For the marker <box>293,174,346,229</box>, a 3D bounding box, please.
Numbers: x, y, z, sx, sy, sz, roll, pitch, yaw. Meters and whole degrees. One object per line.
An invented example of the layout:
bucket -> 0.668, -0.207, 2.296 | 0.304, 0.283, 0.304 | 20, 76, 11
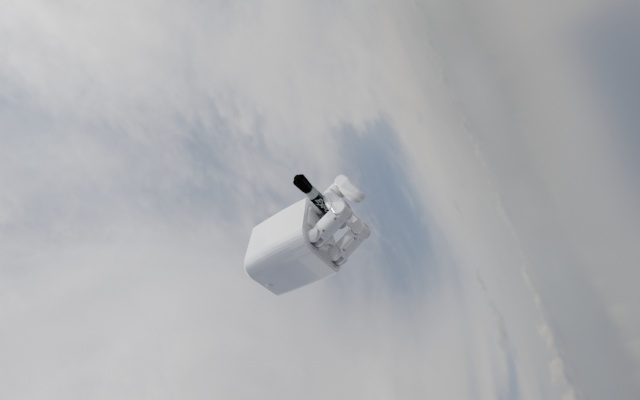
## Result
marker -> 0.000, 0.002, 0.673 | 0.020, 0.020, 0.121 | 0, -33, 40
